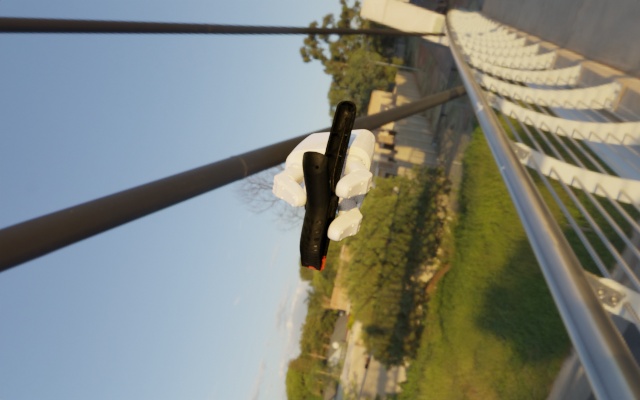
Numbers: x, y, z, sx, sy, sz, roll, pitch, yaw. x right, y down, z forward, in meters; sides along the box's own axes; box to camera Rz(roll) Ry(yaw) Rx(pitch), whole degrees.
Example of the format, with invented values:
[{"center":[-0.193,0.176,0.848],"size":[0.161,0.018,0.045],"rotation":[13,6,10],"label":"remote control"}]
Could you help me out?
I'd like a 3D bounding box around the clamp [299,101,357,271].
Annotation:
[{"center":[-0.001,0.002,0.555],"size":[0.036,0.210,0.164],"rotation":[14,26,10],"label":"clamp"}]
